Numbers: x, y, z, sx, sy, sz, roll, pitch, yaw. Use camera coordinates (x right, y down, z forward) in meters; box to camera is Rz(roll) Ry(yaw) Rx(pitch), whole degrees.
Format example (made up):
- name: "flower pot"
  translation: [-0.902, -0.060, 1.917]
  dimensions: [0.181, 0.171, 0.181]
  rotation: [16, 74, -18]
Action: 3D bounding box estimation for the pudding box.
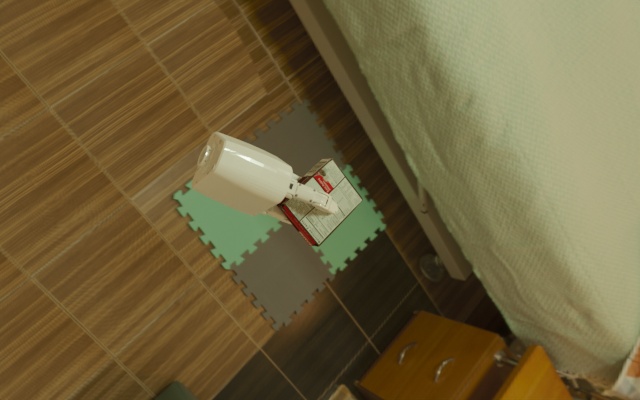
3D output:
- name: "pudding box"
  translation: [0.000, 0.002, 0.742]
  dimensions: [0.113, 0.090, 0.039]
  rotation: [-44, 18, -20]
